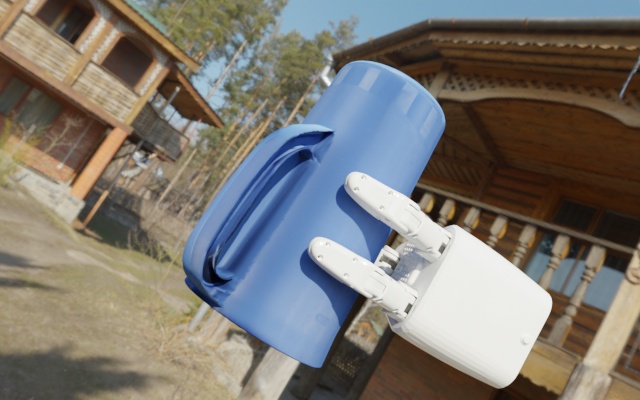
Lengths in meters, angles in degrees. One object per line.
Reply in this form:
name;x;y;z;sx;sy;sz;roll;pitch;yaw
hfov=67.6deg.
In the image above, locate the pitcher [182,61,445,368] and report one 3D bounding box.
pitcher;0.000;0.001;0.404;0.145;0.243;0.149;33;-9;-8
